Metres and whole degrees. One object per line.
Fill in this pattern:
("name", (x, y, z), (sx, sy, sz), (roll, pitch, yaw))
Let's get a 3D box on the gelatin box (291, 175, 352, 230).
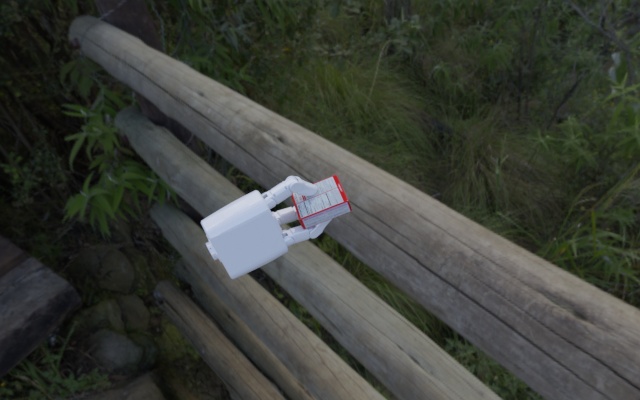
("gelatin box", (0.000, 0.002, 0.815), (0.089, 0.030, 0.073), (-22, 43, 1))
